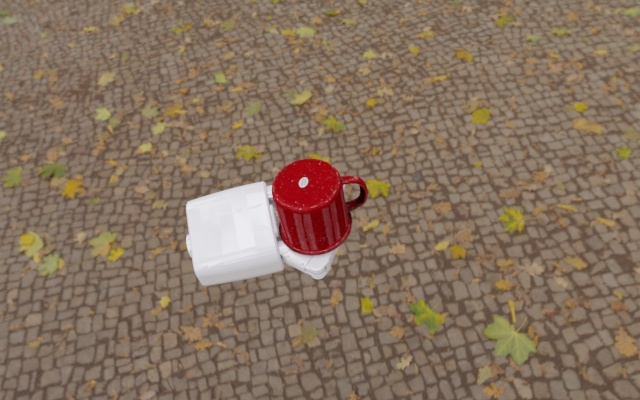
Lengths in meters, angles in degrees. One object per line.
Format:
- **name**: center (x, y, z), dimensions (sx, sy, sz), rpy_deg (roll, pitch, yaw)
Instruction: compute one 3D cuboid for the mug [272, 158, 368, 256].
- **mug**: center (0.001, 0.001, 0.568), dimensions (0.117, 0.093, 0.082), rpy_deg (-15, -40, -3)
